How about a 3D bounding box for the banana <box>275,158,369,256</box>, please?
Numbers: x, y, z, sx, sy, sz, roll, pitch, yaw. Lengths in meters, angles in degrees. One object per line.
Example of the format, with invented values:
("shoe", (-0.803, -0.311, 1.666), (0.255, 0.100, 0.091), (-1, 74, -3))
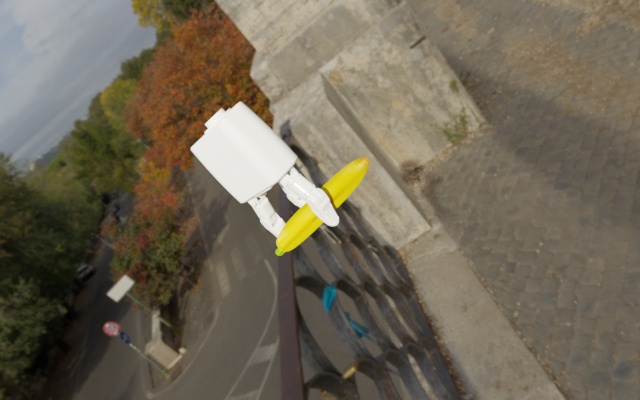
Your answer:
("banana", (0.000, 0.007, 0.688), (0.198, 0.037, 0.069), (-44, 8, 0))
